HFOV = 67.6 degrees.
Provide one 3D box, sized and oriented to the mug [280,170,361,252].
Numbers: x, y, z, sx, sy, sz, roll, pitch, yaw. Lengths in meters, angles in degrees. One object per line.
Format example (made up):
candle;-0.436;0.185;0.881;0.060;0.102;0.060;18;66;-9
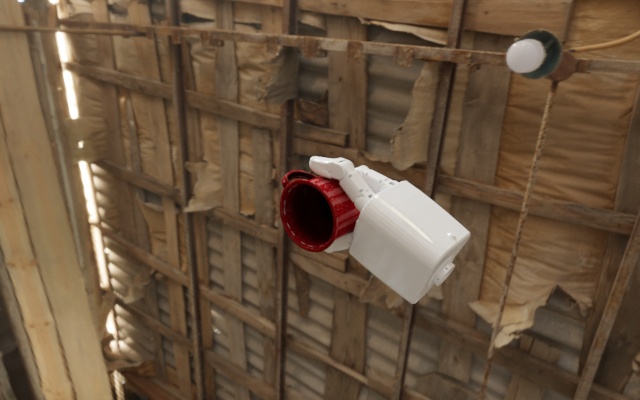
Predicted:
mug;-0.001;0.001;0.618;0.117;0.093;0.081;42;38;22
